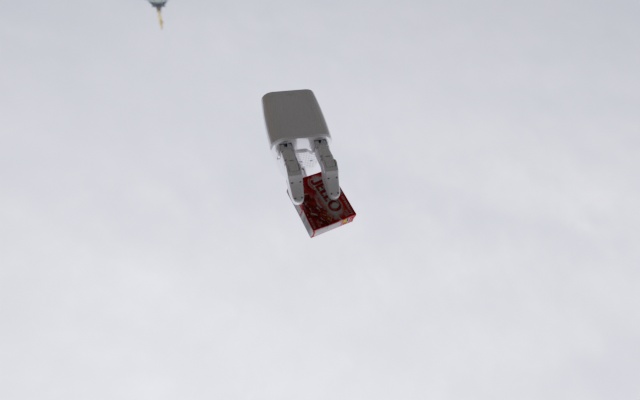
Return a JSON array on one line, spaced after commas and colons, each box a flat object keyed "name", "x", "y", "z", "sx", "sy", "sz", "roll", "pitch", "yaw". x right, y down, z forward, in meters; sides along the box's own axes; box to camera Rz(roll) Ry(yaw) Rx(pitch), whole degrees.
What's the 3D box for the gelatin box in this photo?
[{"name": "gelatin box", "x": 0.000, "y": 0.003, "z": 0.714, "sx": 0.073, "sy": 0.089, "sz": 0.030, "roll": -20, "pitch": -23, "yaw": -21}]
